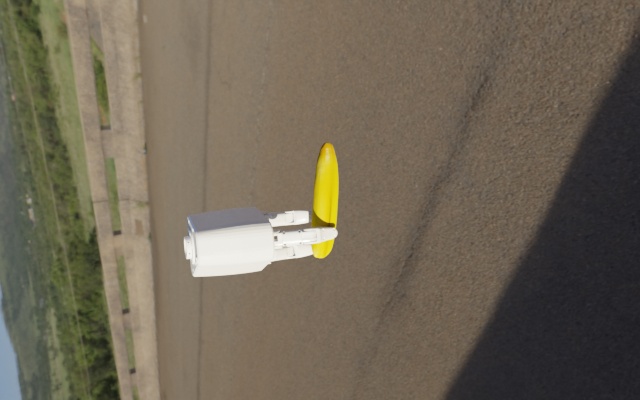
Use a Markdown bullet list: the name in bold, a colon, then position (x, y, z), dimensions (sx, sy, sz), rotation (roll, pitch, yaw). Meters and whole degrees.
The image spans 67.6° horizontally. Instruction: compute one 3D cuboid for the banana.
- **banana**: position (0.004, 0.013, 0.738), dimensions (0.037, 0.198, 0.069), rotation (0, 23, -13)
